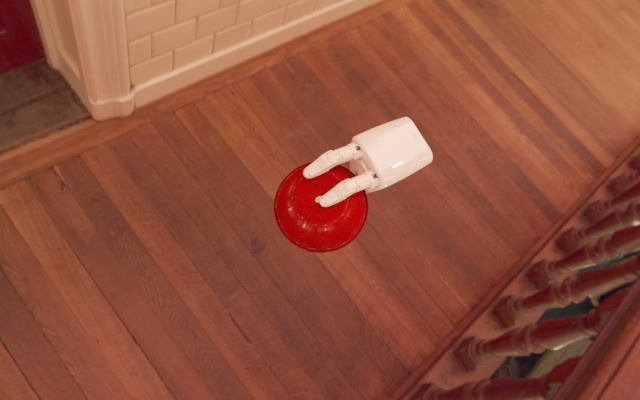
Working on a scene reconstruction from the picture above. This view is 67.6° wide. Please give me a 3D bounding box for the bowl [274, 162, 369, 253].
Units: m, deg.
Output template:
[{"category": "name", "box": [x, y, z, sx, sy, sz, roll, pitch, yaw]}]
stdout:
[{"category": "bowl", "box": [-0.001, 0.003, 0.789, 0.162, 0.162, 0.055, 0, -15, 2]}]
